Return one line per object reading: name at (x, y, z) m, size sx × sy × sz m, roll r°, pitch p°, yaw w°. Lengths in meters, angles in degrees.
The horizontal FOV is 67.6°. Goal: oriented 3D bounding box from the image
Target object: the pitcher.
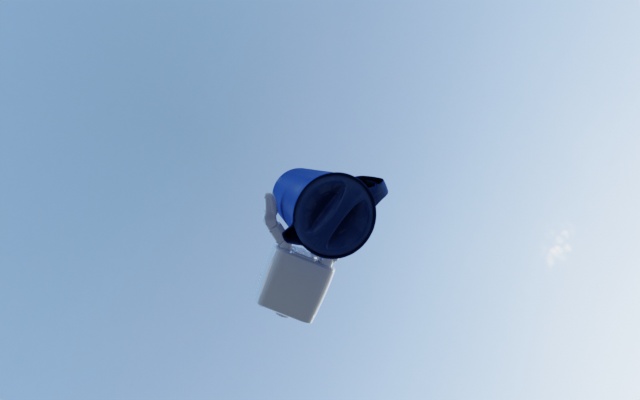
pitcher at (0.000, 0.003, 0.826) m, size 0.149 × 0.145 × 0.243 m, roll 18°, pitch 3°, yaw -19°
